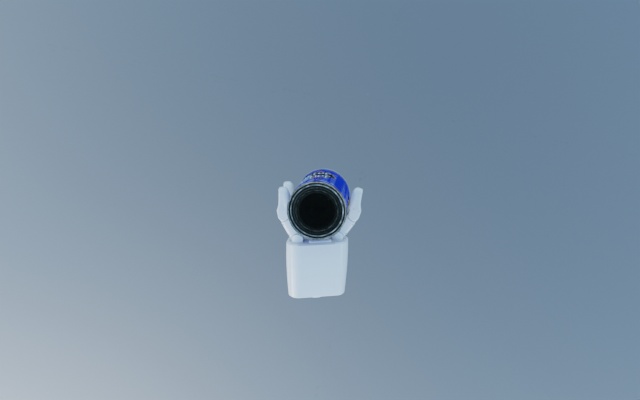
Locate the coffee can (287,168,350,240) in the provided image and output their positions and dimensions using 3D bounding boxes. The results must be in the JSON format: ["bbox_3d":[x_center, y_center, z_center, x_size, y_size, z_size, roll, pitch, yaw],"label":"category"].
[{"bbox_3d":[0.000,0.003,0.867,0.103,0.103,0.140,0,13,6],"label":"coffee can"}]
